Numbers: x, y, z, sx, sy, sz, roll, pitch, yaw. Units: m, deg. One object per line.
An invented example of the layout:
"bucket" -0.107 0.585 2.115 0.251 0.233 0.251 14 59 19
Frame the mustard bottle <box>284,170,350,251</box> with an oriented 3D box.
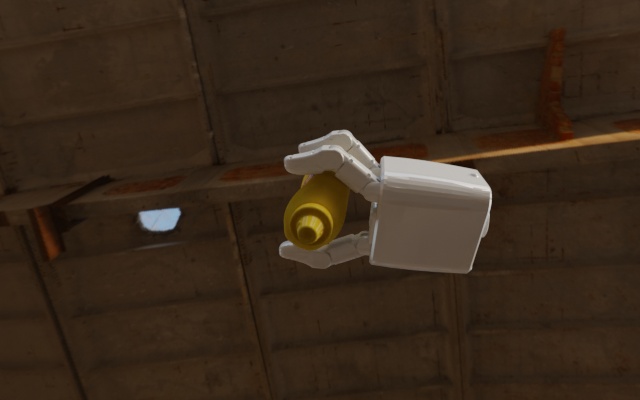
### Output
"mustard bottle" 0.000 0.002 0.518 0.058 0.096 0.191 30 19 -4
